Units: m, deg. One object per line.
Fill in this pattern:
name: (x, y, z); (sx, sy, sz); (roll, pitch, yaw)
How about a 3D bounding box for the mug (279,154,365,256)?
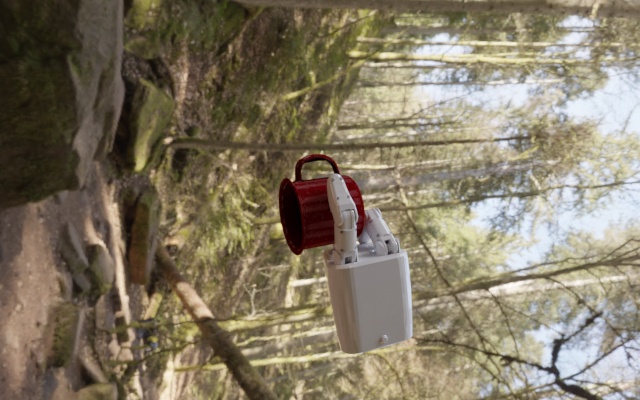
mug: (0.000, 0.000, 0.579); (0.081, 0.117, 0.093); (-9, 7, -20)
